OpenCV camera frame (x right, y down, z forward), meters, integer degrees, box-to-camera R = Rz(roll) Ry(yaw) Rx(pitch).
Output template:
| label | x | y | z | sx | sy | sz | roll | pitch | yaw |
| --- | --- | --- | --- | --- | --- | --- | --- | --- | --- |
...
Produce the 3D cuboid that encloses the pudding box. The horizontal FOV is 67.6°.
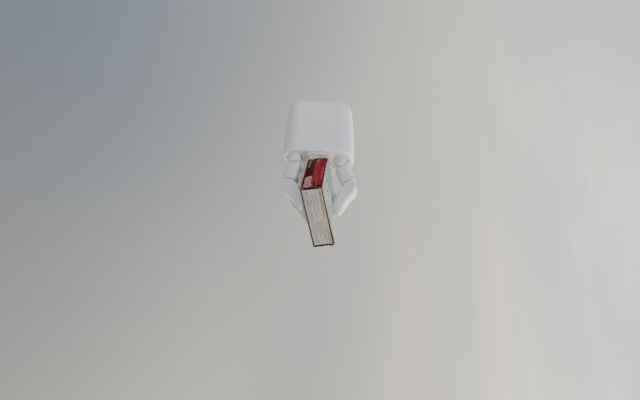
| label | x | y | z | sx | sy | sz | roll | pitch | yaw |
| --- | --- | --- | --- | --- | --- | --- | --- | --- | --- |
| pudding box | 0.000 | 0.002 | 0.754 | 0.039 | 0.114 | 0.090 | -6 | 33 | 13 |
